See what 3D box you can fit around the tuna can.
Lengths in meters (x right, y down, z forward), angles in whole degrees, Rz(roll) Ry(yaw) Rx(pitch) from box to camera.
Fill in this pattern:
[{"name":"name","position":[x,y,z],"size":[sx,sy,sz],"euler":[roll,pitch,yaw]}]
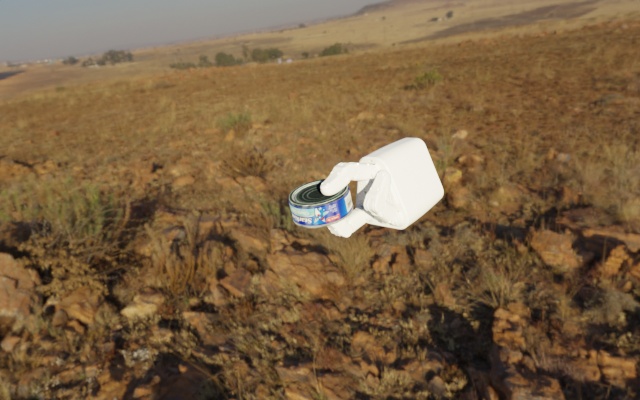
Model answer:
[{"name":"tuna can","position":[0.000,0.002,0.653],"size":[0.086,0.034,0.086],"euler":[-11,25,5]}]
